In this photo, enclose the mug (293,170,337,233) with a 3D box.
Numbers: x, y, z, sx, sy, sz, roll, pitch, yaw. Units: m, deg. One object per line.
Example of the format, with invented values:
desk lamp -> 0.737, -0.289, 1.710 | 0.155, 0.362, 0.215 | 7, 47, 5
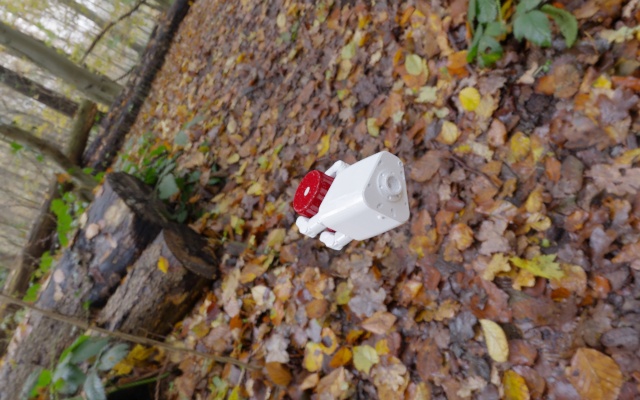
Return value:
mug -> -0.001, 0.003, 0.838 | 0.081, 0.093, 0.117 | 27, -32, -26
